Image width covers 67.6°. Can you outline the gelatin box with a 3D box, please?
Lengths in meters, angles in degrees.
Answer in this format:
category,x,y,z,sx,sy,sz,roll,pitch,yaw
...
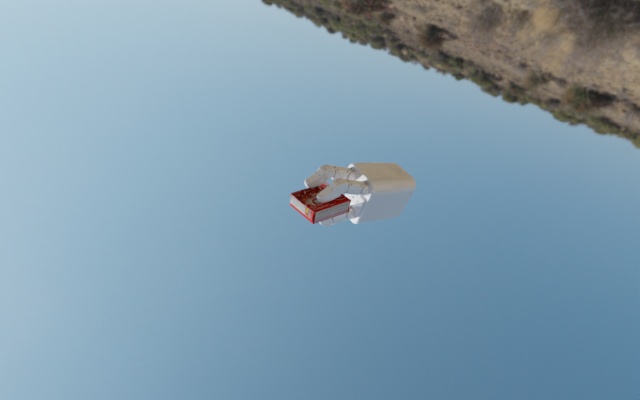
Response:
category,x,y,z,sx,sy,sz,roll,pitch,yaw
gelatin box,0.000,0.003,0.881,0.089,0.030,0.073,-18,40,-35
